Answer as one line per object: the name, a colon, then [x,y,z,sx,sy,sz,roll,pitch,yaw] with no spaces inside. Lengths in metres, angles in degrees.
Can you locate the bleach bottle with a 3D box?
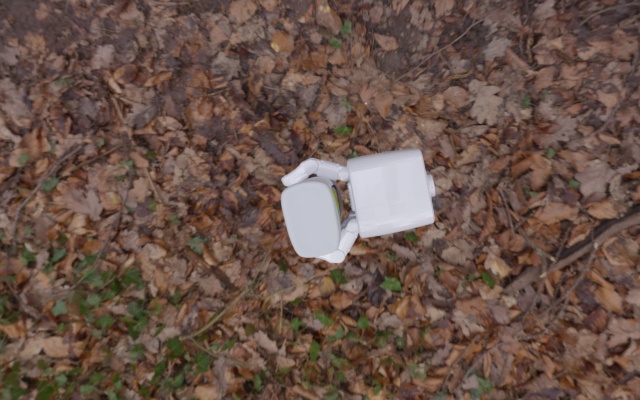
bleach bottle: [0.000,0.002,0.719,0.068,0.102,0.250,-11,10,8]
